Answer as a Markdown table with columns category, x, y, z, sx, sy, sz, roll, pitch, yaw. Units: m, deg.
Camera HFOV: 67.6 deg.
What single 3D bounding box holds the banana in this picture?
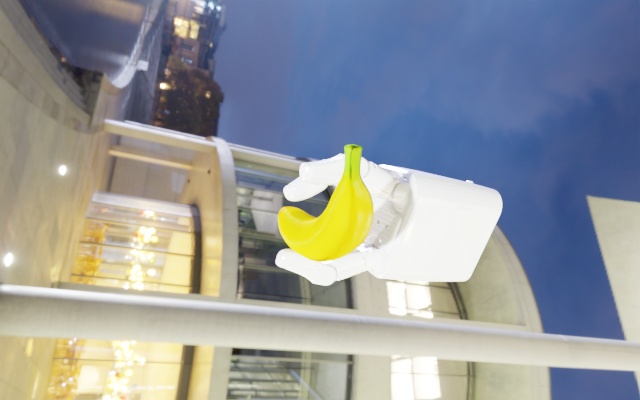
| category | x | y | z | sx | sy | sz | roll | pitch | yaw |
| --- | --- | --- | --- | --- | --- | --- | --- | --- | --- |
| banana | 0.001 | 0.019 | 0.405 | 0.037 | 0.069 | 0.198 | 5 | -16 | -20 |
